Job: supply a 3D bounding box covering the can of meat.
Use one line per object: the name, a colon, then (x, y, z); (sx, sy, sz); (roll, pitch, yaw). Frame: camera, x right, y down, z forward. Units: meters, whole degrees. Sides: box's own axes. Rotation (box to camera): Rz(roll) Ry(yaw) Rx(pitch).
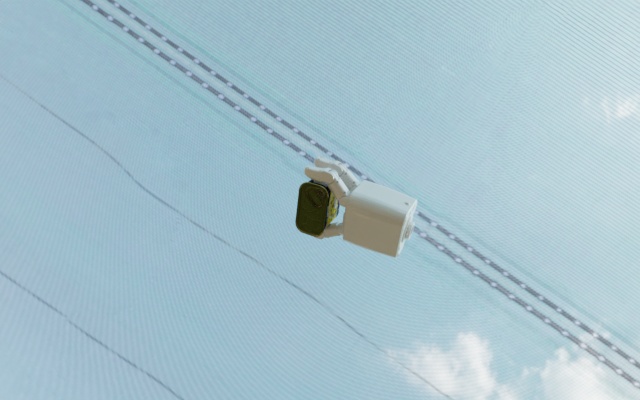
can of meat: (0.000, 0.003, 0.883); (0.057, 0.102, 0.084); (17, 27, 19)
